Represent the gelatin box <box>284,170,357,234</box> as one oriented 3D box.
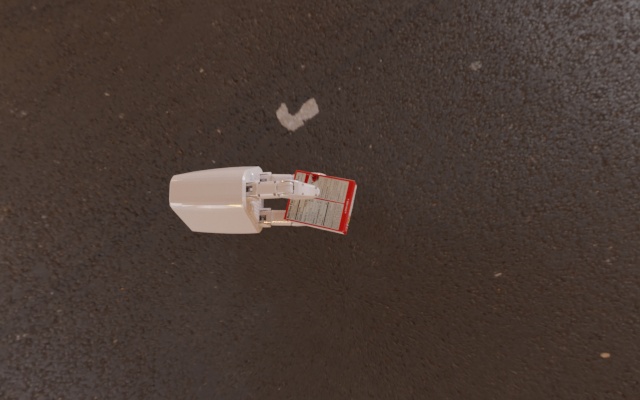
[{"bbox_3d":[0.000,0.002,0.668,0.089,0.073,0.030,11,-8,13],"label":"gelatin box"}]
